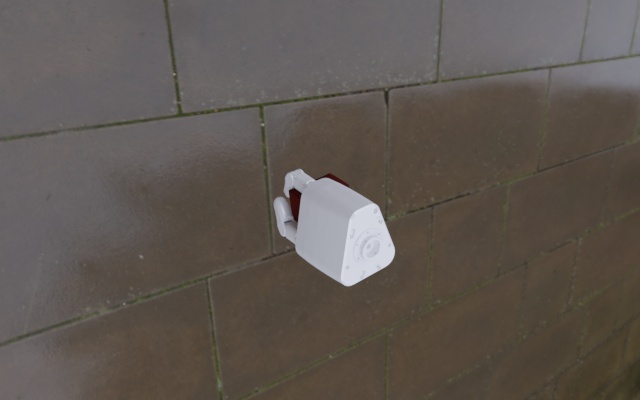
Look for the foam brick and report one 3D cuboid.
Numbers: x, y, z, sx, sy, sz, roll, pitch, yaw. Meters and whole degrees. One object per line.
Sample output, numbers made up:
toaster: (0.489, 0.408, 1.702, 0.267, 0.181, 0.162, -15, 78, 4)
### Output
foam brick: (0.000, 0.002, 0.711, 0.078, 0.053, 0.051, -25, 35, -27)
